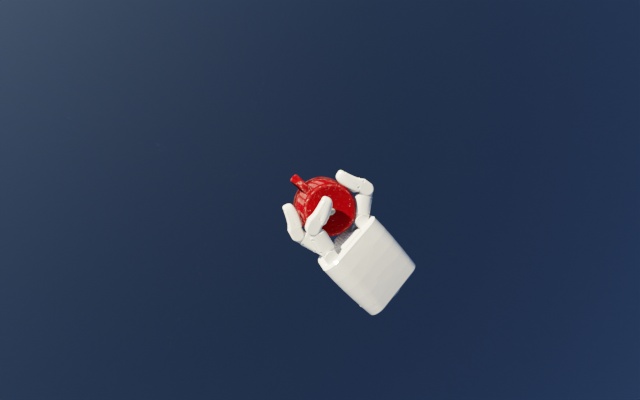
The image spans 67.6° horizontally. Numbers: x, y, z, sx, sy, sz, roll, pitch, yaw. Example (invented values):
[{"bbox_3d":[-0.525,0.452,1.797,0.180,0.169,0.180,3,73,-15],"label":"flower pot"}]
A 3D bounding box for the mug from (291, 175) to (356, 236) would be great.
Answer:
[{"bbox_3d":[-0.001,0.001,0.746,0.117,0.093,0.081,45,-3,-10],"label":"mug"}]
